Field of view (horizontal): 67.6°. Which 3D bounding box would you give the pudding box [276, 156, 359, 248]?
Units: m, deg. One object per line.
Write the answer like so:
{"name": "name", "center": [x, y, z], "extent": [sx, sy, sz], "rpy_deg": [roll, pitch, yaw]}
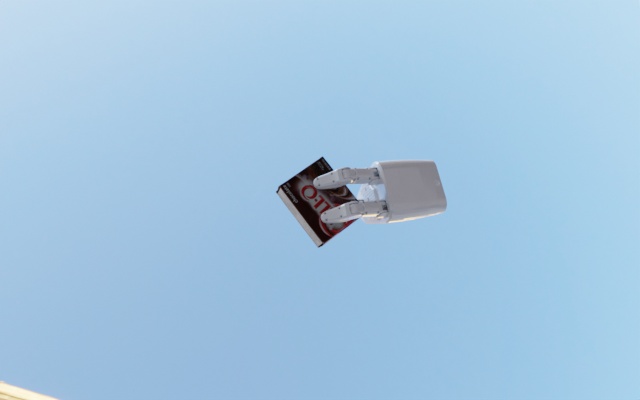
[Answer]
{"name": "pudding box", "center": [0.000, 0.002, 0.740], "extent": [0.090, 0.113, 0.039], "rpy_deg": [-36, -7, -25]}
